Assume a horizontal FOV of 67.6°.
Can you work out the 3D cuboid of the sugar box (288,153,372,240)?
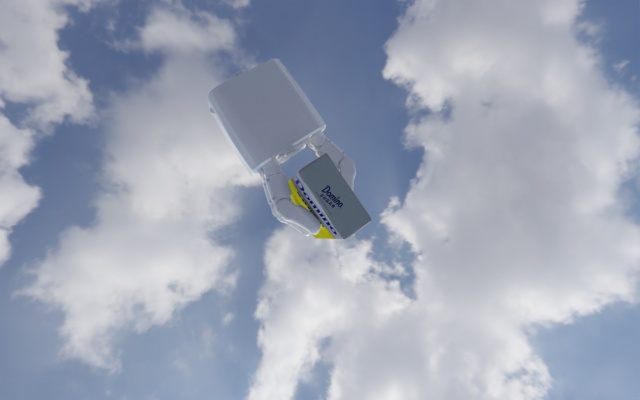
[{"bbox_3d":[0.000,0.002,0.603,0.048,0.093,0.176,-35,2,-9],"label":"sugar box"}]
